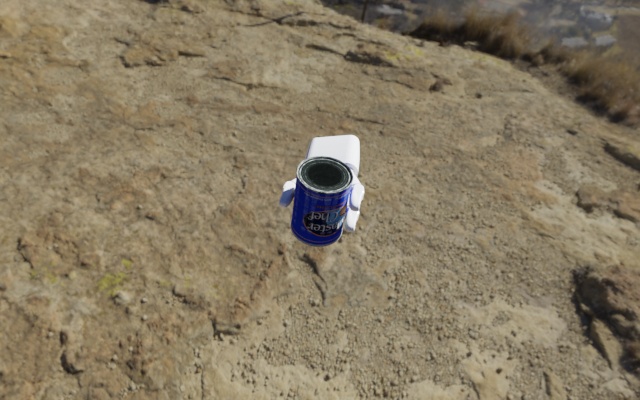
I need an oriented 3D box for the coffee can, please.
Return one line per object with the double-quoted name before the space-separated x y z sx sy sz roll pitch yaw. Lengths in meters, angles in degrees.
"coffee can" 0.000 0.003 0.893 0.103 0.140 0.102 5 43 -5
